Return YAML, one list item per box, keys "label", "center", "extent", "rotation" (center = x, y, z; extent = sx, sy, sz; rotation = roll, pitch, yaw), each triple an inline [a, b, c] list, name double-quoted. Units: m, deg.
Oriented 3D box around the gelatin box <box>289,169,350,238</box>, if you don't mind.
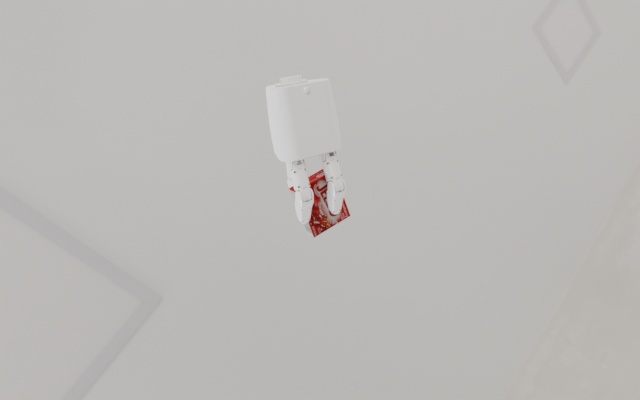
- label: "gelatin box"
  center: [0.000, 0.003, 0.757]
  extent: [0.073, 0.089, 0.030]
  rotation: [-30, 28, -20]
